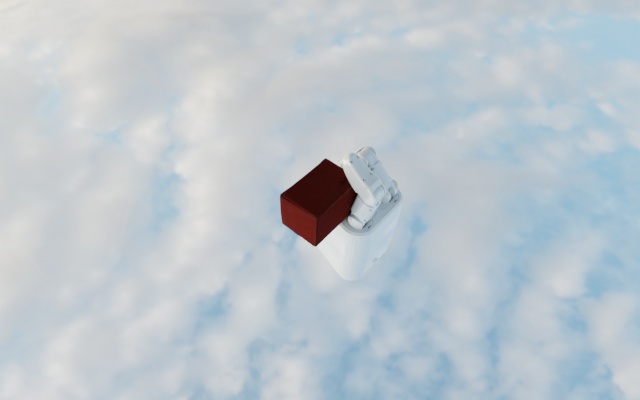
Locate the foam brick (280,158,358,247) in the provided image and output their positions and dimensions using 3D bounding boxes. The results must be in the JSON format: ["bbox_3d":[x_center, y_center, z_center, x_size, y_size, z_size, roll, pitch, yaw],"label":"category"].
[{"bbox_3d":[0.000,0.002,0.529,0.053,0.051,0.078,34,55,23],"label":"foam brick"}]
